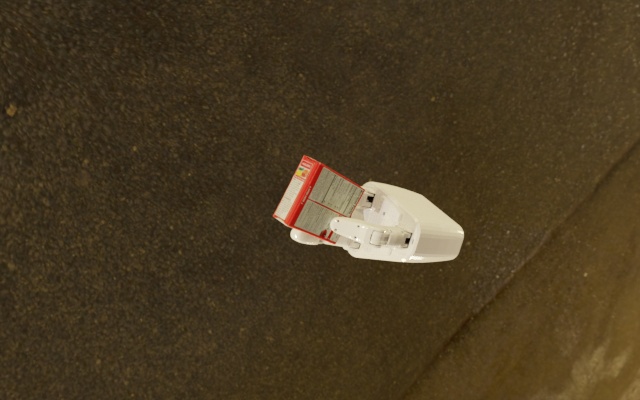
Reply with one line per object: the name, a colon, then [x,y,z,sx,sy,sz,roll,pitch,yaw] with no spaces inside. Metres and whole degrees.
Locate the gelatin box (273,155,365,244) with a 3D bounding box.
gelatin box: [0.000,0.002,0.522,0.030,0.073,0.089,29,2,42]
